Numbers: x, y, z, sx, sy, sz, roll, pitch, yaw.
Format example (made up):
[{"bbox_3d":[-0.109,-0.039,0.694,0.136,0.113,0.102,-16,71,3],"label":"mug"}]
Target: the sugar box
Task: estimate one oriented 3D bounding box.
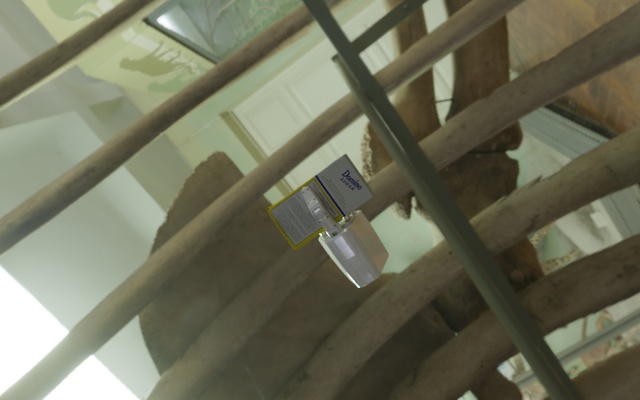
[{"bbox_3d":[0.000,0.003,0.864,0.176,0.093,0.048,-34,3,9],"label":"sugar box"}]
